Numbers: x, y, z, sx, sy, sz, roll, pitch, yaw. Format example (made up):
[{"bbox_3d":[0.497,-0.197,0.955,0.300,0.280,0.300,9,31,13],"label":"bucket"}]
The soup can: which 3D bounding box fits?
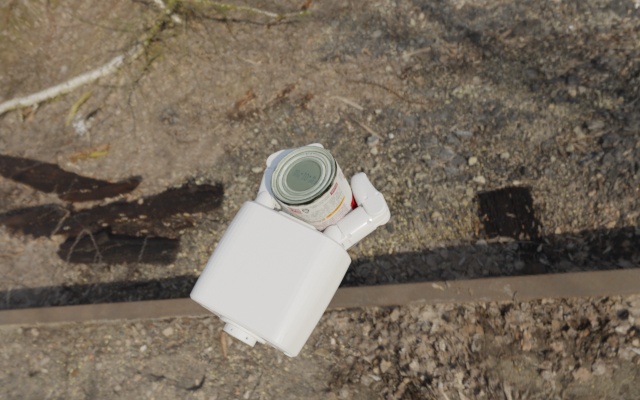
[{"bbox_3d":[0.000,0.001,0.478,0.068,0.068,0.102,0,-31,24],"label":"soup can"}]
